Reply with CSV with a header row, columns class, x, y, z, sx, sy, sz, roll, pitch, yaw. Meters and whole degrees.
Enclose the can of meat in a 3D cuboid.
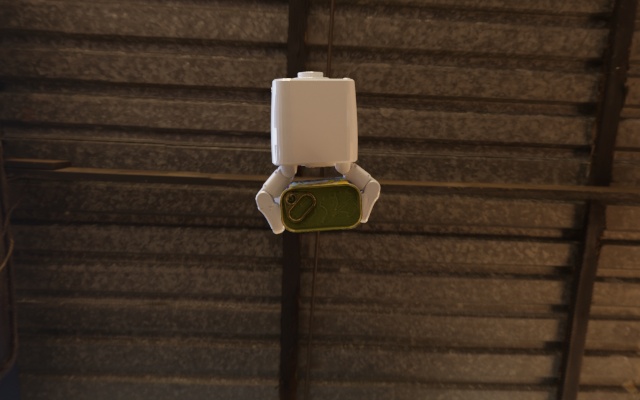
class,x,y,z,sx,sy,sz,roll,pitch,yaw
can of meat,0.000,0.002,0.628,0.102,0.057,0.084,-4,11,0
